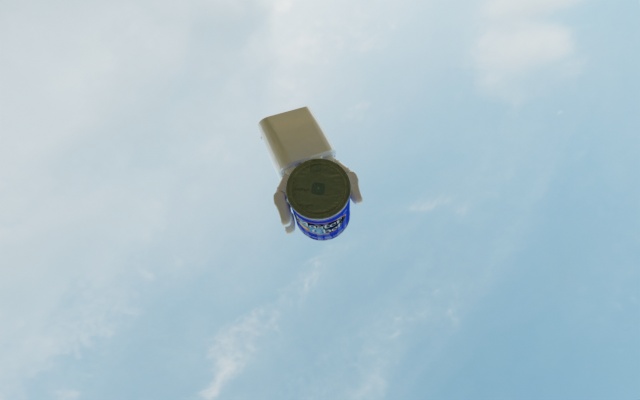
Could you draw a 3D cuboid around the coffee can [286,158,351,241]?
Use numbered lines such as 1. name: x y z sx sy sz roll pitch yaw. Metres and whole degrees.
1. coffee can: 0.000 0.003 0.812 0.103 0.102 0.140 0 -19 3
